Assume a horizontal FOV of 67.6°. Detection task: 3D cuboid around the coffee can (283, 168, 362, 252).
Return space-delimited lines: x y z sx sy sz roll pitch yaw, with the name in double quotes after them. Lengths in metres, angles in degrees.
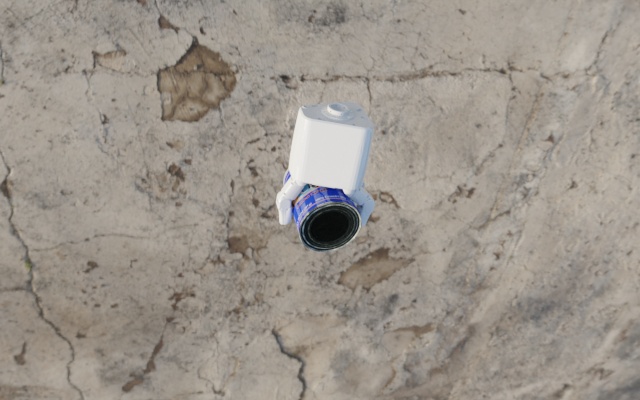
0.000 0.003 0.802 0.103 0.103 0.140 0 36 -17 "coffee can"
